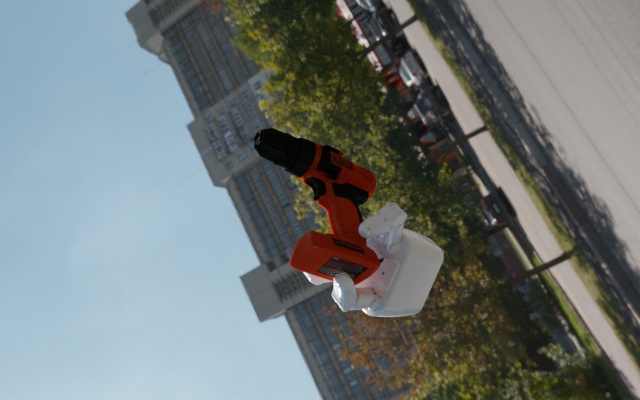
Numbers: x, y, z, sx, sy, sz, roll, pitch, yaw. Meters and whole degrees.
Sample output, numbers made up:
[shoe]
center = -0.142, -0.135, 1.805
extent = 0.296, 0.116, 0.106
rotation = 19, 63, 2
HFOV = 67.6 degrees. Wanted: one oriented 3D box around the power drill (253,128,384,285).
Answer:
[power drill]
center = 0.000, 0.002, 0.591
extent = 0.184, 0.187, 0.057
rotation = 21, -46, -26
